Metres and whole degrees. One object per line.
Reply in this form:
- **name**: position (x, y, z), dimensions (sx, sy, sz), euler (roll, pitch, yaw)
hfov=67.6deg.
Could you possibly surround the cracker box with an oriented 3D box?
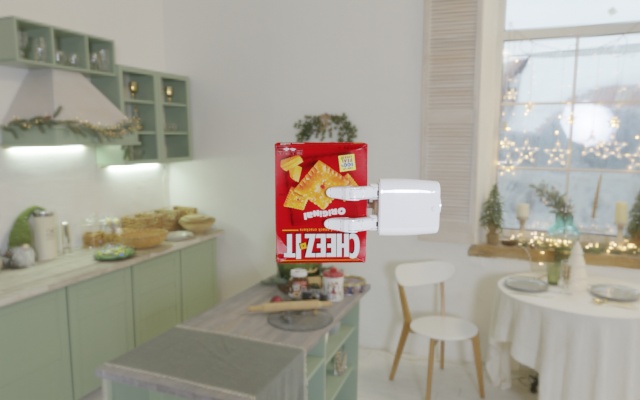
- **cracker box**: position (0.000, 0.003, 0.859), dimensions (0.164, 0.214, 0.072), euler (0, 8, -2)
